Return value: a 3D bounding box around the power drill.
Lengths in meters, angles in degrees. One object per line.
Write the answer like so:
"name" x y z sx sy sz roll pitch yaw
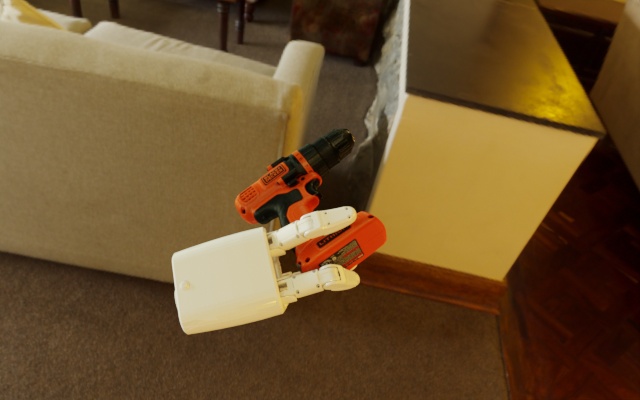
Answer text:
"power drill" 0.000 0.002 0.593 0.187 0.184 0.057 49 -5 45
